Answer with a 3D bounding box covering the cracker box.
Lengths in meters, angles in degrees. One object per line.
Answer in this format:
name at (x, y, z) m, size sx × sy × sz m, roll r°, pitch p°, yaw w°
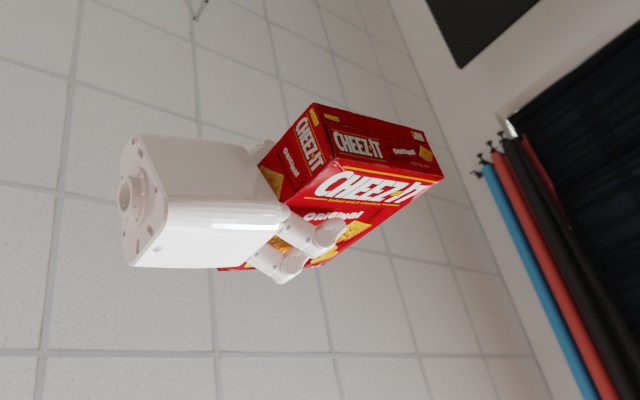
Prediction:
cracker box at (0.000, 0.002, 0.518) m, size 0.164 × 0.072 × 0.214 m, roll 4°, pitch -34°, yaw -42°
